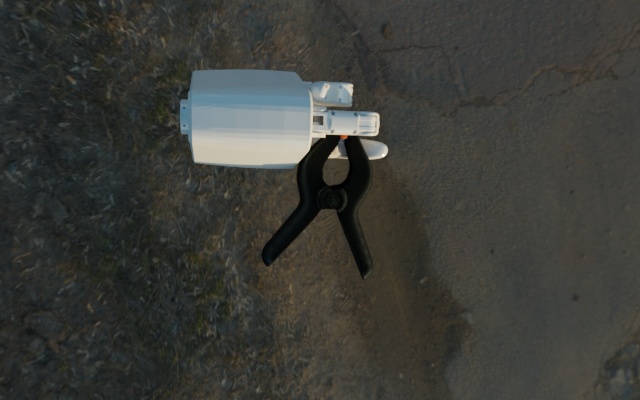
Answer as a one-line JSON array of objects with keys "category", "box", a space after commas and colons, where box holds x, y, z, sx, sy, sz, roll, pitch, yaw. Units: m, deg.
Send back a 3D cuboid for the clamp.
[{"category": "clamp", "box": [0.000, 0.002, 0.498, 0.120, 0.171, 0.039, 0, 10, -13]}]
